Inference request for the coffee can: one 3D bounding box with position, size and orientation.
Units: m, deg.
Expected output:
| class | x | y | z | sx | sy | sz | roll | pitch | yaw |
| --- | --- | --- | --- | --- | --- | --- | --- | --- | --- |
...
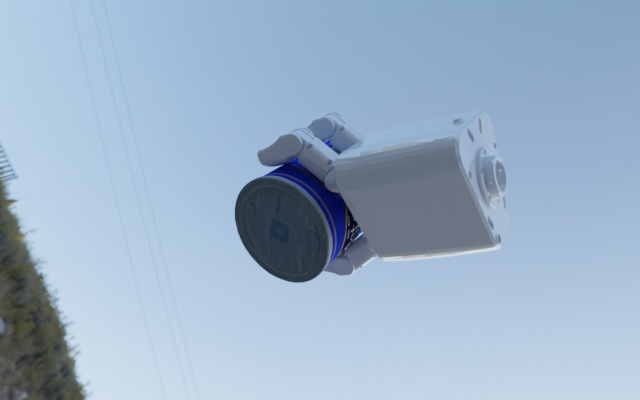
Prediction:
| class | x | y | z | sx | sy | sz | roll | pitch | yaw |
| --- | --- | --- | --- | --- | --- | --- | --- | --- | --- |
| coffee can | 0.000 | 0.002 | 0.471 | 0.103 | 0.103 | 0.140 | 0 | 23 | 35 |
